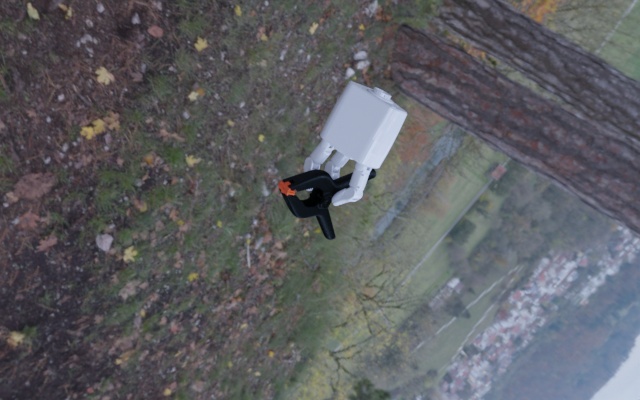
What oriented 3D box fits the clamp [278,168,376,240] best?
[{"bbox_3d":[0.000,0.003,0.858,0.210,0.164,0.036,4,30,-48],"label":"clamp"}]
